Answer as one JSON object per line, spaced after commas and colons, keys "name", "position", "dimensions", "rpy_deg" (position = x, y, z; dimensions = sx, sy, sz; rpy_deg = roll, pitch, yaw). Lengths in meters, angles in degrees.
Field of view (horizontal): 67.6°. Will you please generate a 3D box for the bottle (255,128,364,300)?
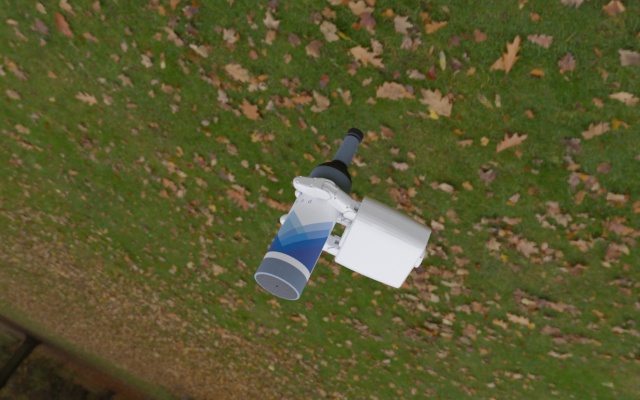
{"name": "bottle", "position": [0.000, 0.002, 0.707], "dimensions": [0.069, 0.295, 0.069], "rpy_deg": [20, -32, 13]}
